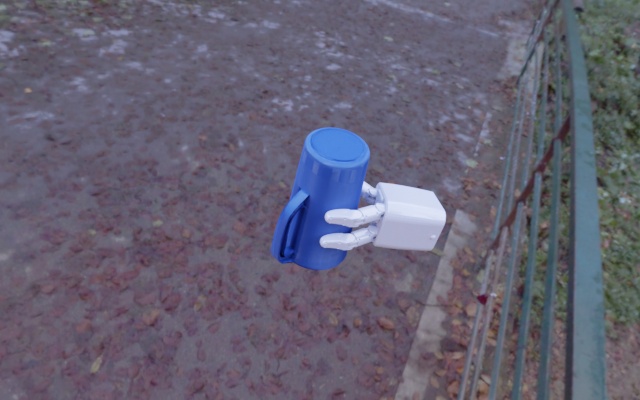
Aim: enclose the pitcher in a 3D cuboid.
[{"bbox_3d":[0.000,0.003,0.833,0.145,0.243,0.149,9,41,-5],"label":"pitcher"}]
